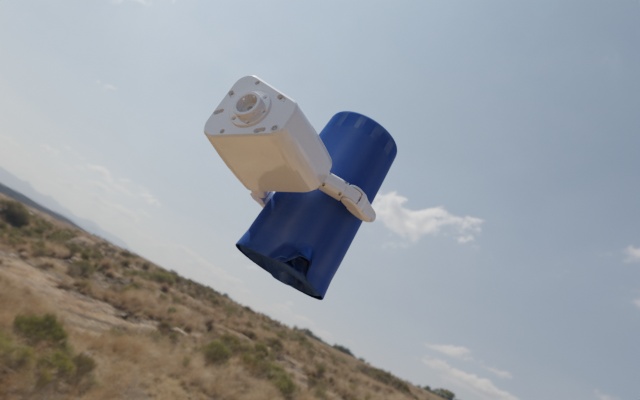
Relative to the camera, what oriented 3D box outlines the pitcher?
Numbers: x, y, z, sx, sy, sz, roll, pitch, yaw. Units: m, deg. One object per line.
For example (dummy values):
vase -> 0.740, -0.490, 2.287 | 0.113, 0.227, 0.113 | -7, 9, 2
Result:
pitcher -> 0.000, 0.002, 0.658 | 0.149, 0.242, 0.145 | 21, -21, 33
